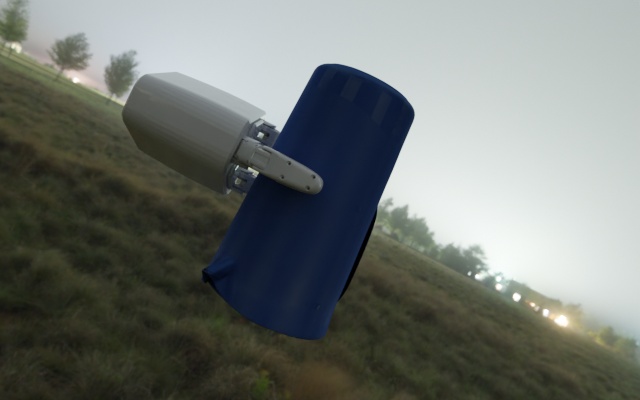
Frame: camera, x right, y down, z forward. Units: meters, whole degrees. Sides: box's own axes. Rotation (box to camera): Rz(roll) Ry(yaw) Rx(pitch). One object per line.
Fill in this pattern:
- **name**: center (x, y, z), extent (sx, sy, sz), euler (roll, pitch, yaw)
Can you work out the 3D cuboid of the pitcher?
- **pitcher**: center (0.000, 0.001, 0.473), extent (0.145, 0.243, 0.149), euler (26, 1, -2)
